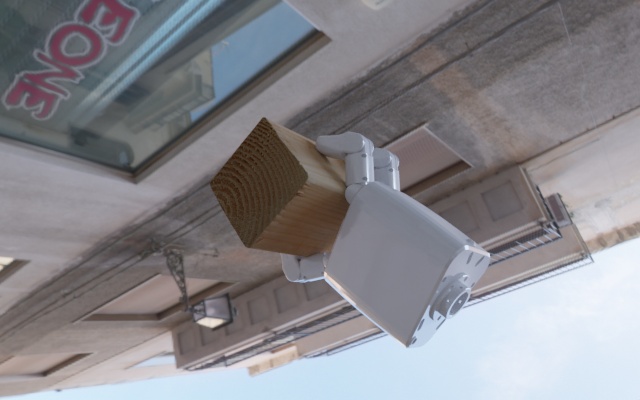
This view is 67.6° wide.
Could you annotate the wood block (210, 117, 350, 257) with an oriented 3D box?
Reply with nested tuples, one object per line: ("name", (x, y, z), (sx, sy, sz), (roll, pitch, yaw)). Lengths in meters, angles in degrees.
("wood block", (0.000, 0.002, 0.509), (0.206, 0.091, 0.090), (19, 29, -53))
